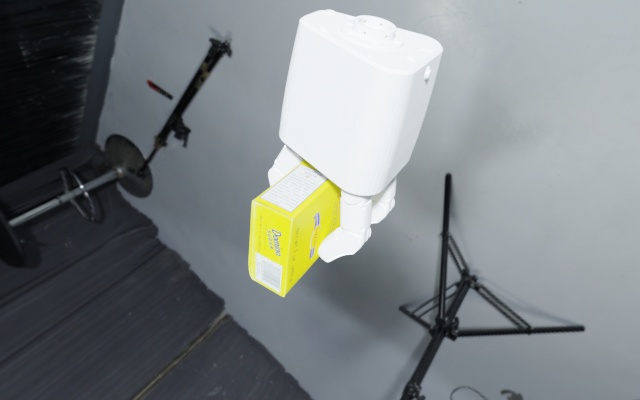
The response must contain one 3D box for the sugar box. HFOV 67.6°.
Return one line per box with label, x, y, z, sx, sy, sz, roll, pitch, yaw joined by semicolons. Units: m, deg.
sugar box;0.001;0.002;0.461;0.048;0.093;0.176;26;41;21
